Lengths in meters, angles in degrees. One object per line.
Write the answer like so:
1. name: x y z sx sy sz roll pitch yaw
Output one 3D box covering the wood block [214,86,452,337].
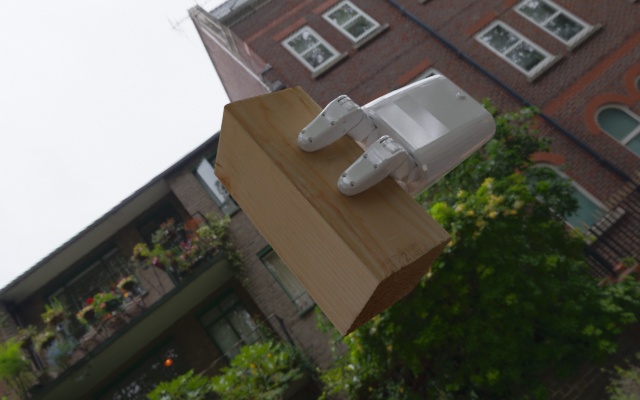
1. wood block: 0.000 0.001 0.428 0.090 0.206 0.091 -24 -30 -35
